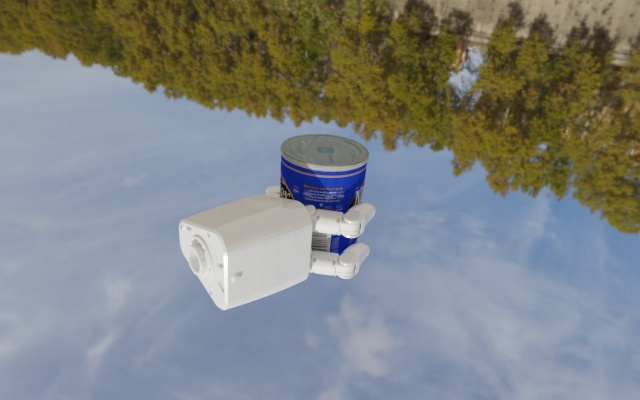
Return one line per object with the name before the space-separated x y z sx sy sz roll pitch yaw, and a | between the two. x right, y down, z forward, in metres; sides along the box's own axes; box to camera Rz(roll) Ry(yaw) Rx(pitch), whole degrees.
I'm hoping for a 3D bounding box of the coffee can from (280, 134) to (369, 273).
coffee can | 0.000 0.002 0.582 0.103 0.140 0.102 4 27 -2
